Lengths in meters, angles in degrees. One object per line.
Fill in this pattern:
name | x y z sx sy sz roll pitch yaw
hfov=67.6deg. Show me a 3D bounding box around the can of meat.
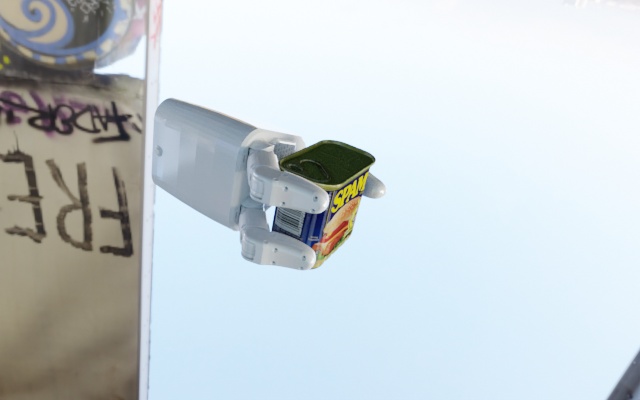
can of meat | 0.000 0.002 0.425 0.057 0.084 0.102 24 29 20
